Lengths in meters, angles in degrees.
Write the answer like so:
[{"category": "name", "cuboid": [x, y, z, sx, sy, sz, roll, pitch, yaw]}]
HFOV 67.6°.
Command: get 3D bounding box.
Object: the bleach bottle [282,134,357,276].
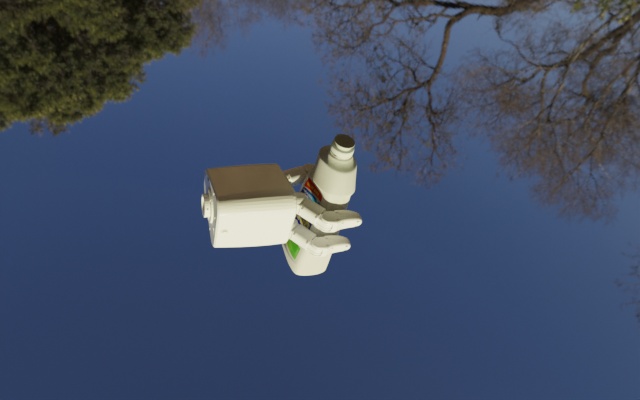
[{"category": "bleach bottle", "cuboid": [0.000, 0.002, 0.707, 0.068, 0.102, 0.251, -4, -42, -21]}]
